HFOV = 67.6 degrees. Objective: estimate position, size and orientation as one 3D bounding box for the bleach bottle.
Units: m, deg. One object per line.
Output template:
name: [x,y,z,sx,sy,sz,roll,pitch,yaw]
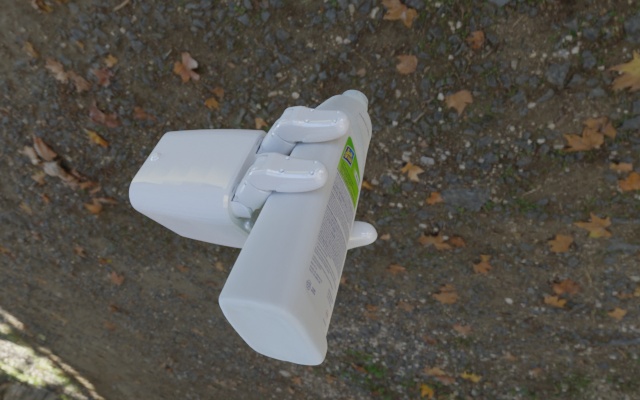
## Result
bleach bottle: [0.000,0.001,0.413,0.068,0.250,0.103,5,-38,21]
